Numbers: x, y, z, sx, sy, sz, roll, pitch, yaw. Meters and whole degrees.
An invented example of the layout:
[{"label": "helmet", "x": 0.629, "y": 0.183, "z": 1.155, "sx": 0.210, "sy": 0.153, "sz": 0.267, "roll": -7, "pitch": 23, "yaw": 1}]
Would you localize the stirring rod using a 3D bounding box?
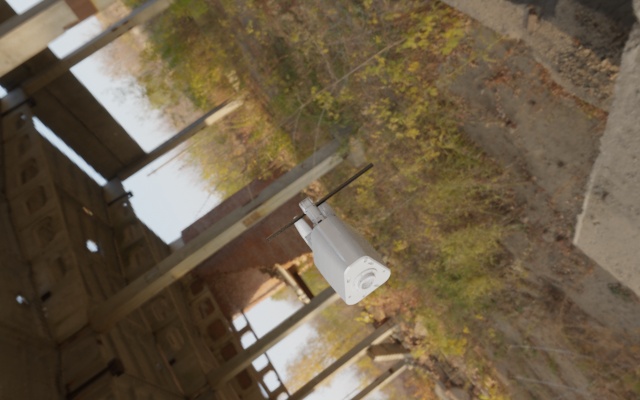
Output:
[{"label": "stirring rod", "x": 0.000, "y": 0.003, "z": 0.882, "sx": 0.239, "sy": 0.011, "sz": 0.011, "roll": -36, "pitch": 4, "yaw": -5}]
